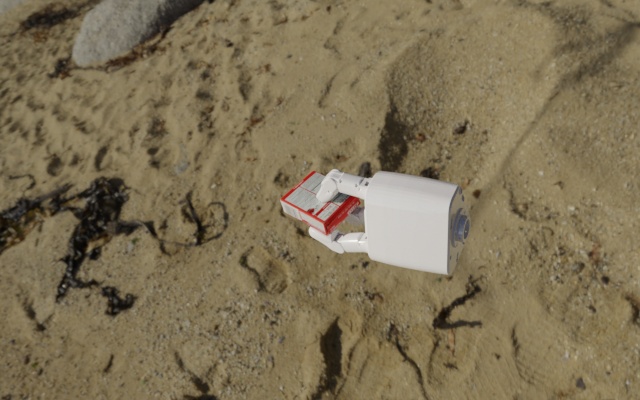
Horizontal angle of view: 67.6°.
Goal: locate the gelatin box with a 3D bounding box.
[{"bbox_3d":[0.000,0.002,0.675,0.089,0.030,0.073,27,57,34],"label":"gelatin box"}]
